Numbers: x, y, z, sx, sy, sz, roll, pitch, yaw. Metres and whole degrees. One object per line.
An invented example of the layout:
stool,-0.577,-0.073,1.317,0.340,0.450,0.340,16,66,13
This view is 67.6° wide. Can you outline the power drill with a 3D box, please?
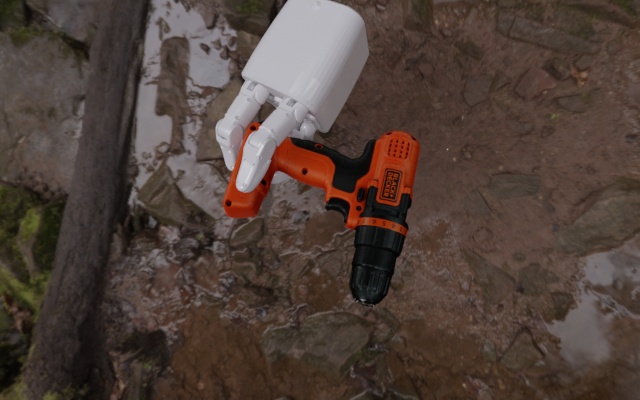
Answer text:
power drill,0.000,0.001,0.497,0.187,0.184,0.057,13,-17,5
